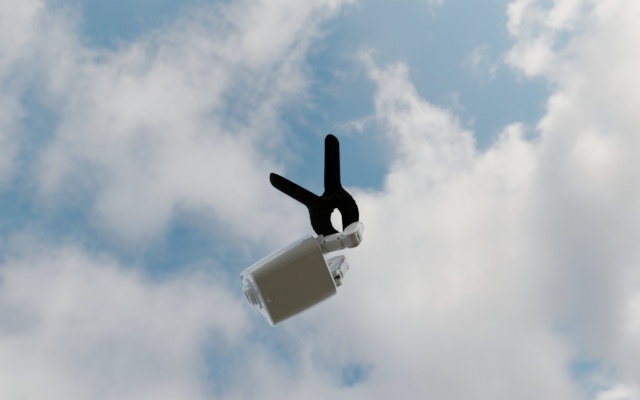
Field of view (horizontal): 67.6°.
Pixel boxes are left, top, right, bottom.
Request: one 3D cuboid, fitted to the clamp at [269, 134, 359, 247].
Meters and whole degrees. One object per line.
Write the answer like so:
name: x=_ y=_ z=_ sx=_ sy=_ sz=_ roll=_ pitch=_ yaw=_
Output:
clamp: x=0.000 y=0.002 z=0.694 sx=0.120 sy=0.171 sz=0.039 roll=-26 pitch=14 yaw=-19
